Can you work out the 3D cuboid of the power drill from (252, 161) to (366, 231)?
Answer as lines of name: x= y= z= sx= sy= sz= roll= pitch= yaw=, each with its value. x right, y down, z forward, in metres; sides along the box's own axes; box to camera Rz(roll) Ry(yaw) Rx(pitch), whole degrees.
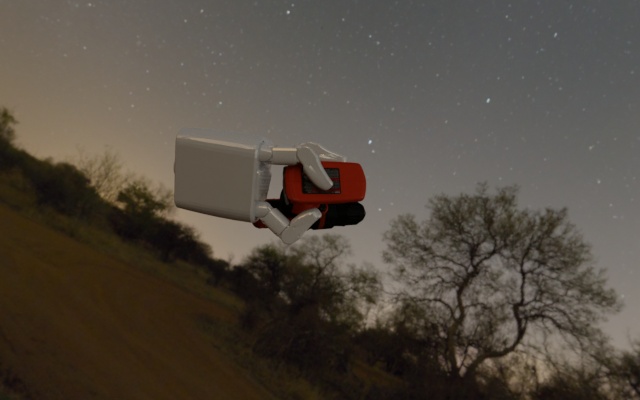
power drill: x=0.000 y=0.002 z=0.686 sx=0.184 sy=0.057 sz=0.188 roll=-2 pitch=-17 yaw=-16
